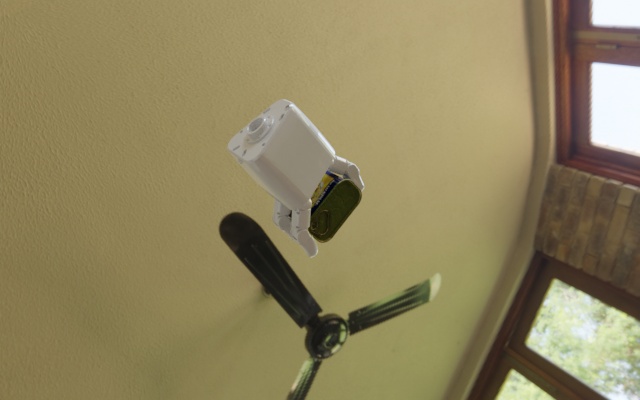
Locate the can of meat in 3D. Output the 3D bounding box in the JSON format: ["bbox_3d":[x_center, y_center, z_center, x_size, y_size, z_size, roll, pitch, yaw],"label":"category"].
[{"bbox_3d":[0.000,0.002,0.743,0.057,0.102,0.084,42,-6,-39],"label":"can of meat"}]
